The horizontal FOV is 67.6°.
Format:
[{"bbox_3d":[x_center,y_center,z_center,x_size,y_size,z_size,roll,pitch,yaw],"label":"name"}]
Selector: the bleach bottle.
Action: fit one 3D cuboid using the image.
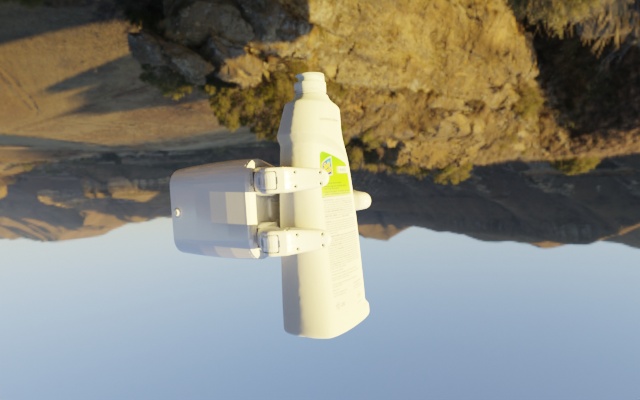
[{"bbox_3d":[0.000,0.002,0.482,0.068,0.251,0.102,-2,3,28],"label":"bleach bottle"}]
